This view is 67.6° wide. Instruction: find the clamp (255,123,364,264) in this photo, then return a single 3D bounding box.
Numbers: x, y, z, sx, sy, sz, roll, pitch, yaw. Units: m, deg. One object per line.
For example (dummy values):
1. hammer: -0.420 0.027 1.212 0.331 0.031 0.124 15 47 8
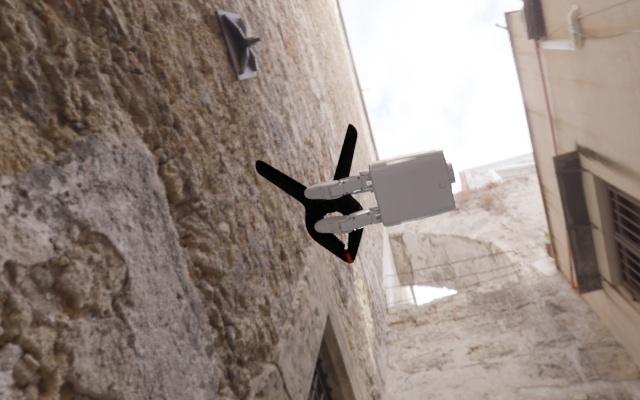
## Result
1. clamp: 0.001 0.003 0.733 0.164 0.210 0.036 -13 16 14
